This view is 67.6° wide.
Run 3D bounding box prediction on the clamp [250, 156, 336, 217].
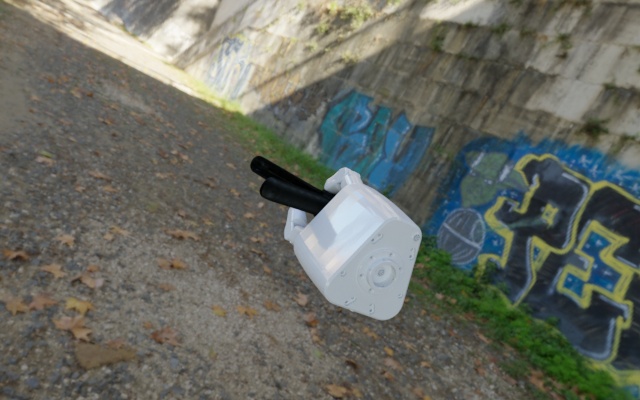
[{"bbox_3d":[0.001,0.002,0.627,0.210,0.036,0.164,25,9,-24],"label":"clamp"}]
